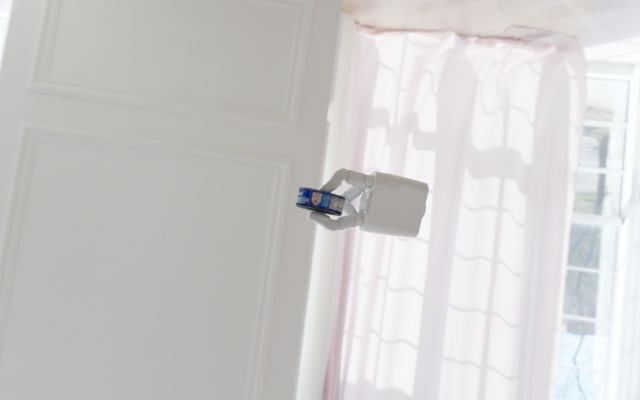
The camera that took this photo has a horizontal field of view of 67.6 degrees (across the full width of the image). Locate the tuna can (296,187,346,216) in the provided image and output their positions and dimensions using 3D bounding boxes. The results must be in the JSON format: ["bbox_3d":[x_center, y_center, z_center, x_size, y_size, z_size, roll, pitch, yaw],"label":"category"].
[{"bbox_3d":[0.000,0.003,0.850,0.086,0.033,0.086,13,-5,1],"label":"tuna can"}]
